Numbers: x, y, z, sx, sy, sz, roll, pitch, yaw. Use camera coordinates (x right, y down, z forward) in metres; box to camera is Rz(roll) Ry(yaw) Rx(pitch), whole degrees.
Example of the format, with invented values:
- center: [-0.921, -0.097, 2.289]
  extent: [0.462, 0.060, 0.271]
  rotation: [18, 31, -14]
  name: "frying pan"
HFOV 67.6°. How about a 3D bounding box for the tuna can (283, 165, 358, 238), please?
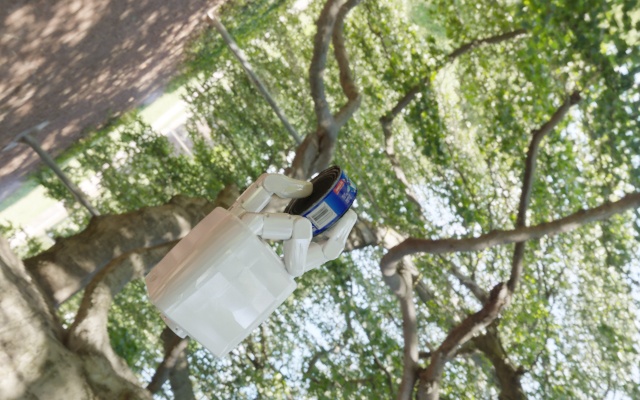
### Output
- center: [0.001, 0.002, 0.538]
  extent: [0.086, 0.034, 0.086]
  rotation: [-39, 17, 14]
  name: "tuna can"
